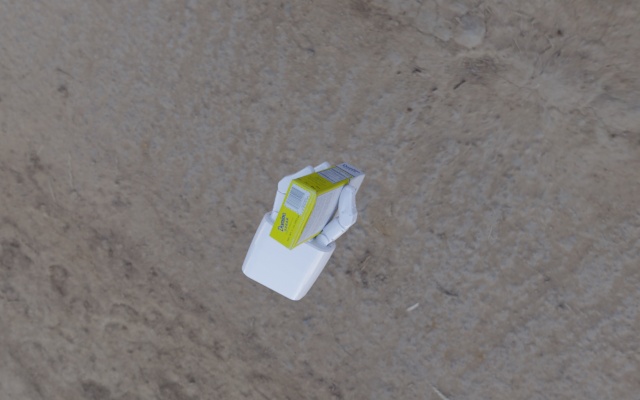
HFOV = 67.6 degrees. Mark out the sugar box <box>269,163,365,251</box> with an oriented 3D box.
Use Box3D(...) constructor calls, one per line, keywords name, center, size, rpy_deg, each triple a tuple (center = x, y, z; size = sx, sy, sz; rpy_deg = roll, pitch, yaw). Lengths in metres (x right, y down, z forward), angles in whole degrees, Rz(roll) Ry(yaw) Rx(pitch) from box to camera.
Box3D(name="sugar box", center=(0.000, 0.002, 0.700), size=(0.048, 0.093, 0.176), rpy_deg=(31, 22, 15))
